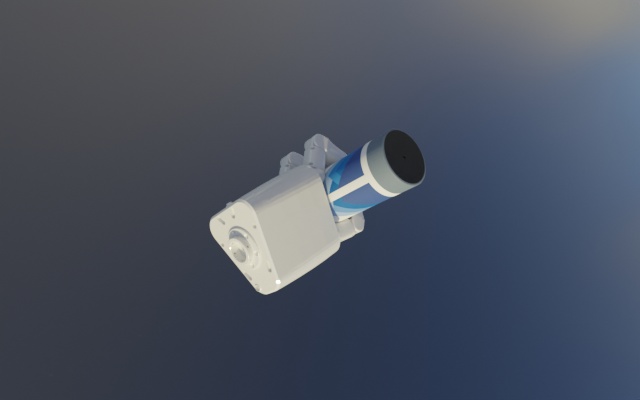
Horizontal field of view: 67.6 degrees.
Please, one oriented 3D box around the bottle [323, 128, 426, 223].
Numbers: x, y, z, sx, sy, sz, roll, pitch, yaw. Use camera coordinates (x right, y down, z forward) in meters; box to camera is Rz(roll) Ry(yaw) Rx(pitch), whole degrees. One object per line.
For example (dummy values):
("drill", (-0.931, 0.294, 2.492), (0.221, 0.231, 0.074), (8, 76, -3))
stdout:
("bottle", (0.000, 0.002, 0.612), (0.069, 0.069, 0.296), (0, -19, -40))
